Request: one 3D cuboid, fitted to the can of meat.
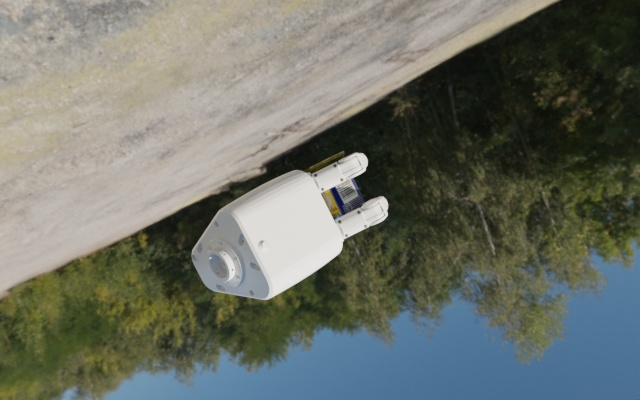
[{"bbox_3d":[0.000,0.002,0.557,0.102,0.084,0.057,-24,4,42],"label":"can of meat"}]
